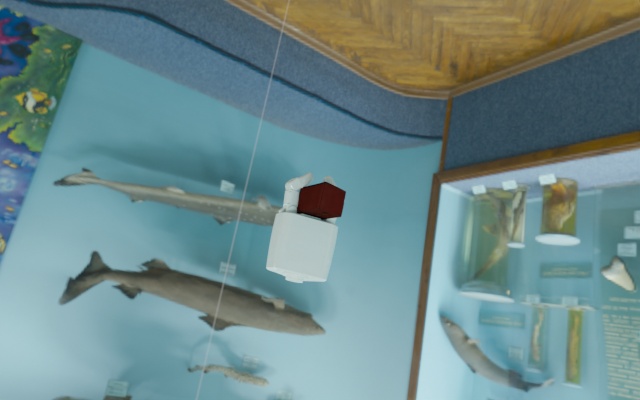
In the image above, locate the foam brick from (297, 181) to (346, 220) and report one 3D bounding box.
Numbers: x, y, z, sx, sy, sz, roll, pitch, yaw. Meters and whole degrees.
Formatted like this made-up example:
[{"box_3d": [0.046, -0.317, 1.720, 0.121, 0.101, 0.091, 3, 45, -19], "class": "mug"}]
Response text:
[{"box_3d": [0.000, 0.003, 0.873, 0.053, 0.051, 0.078, 23, -20, -32], "class": "foam brick"}]
